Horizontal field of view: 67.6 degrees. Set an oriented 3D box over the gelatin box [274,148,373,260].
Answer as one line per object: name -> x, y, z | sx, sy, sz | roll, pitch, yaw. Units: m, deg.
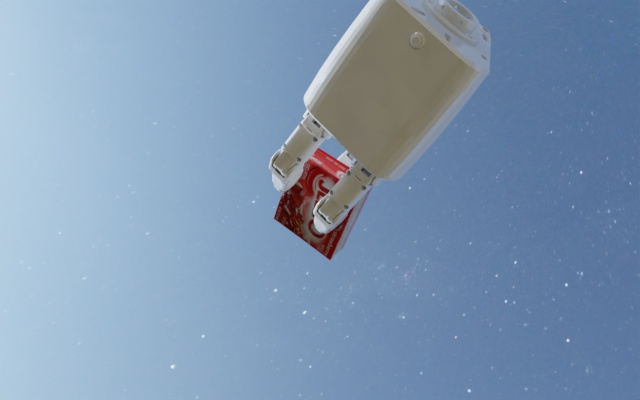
gelatin box -> 0.000, 0.002, 0.453 | 0.073, 0.089, 0.030 | 35, 40, 16
